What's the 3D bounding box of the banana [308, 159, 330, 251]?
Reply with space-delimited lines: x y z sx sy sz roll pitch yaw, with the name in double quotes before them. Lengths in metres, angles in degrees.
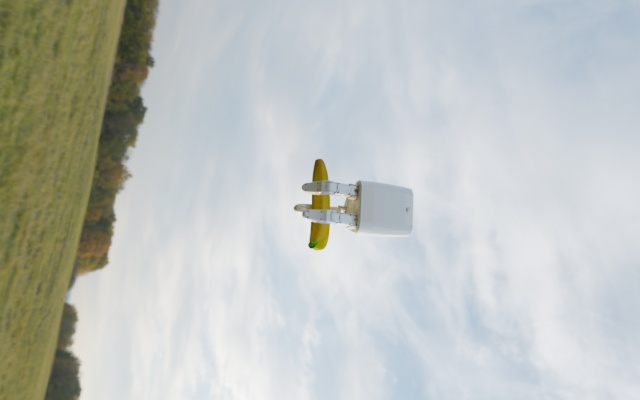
"banana" 0.000 0.016 0.884 0.037 0.197 0.070 1 -35 1
